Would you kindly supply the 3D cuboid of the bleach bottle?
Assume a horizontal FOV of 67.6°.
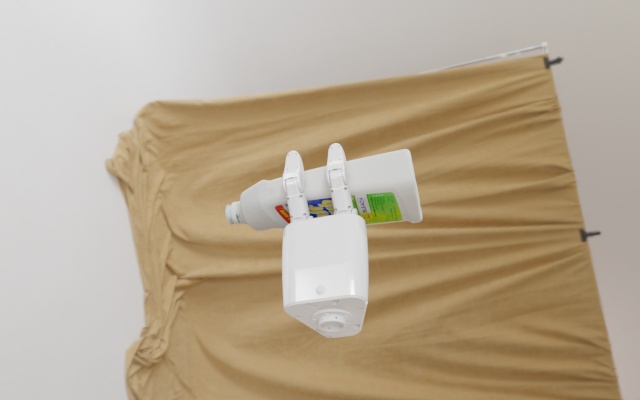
[{"bbox_3d":[0.000,0.002,0.627,0.251,0.068,0.103,-10,-38,12],"label":"bleach bottle"}]
